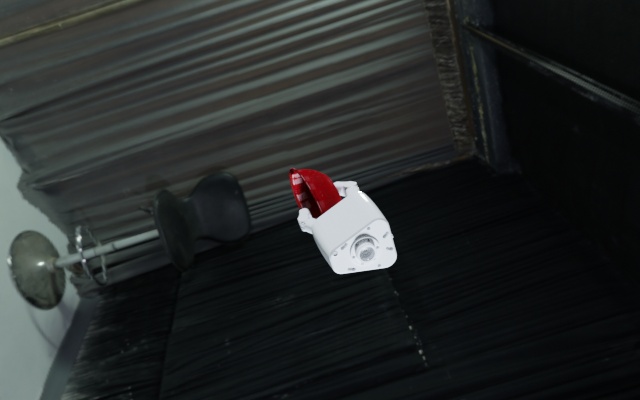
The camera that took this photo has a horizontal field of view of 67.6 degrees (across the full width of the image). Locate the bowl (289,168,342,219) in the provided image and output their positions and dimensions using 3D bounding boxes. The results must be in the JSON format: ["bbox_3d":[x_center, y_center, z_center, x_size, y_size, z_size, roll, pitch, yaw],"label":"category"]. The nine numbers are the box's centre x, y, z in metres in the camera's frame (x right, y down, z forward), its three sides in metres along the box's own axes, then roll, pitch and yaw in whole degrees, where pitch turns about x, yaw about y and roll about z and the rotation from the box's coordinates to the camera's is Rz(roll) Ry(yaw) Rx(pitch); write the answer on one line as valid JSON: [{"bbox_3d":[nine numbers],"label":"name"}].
[{"bbox_3d":[0.000,0.002,0.900,0.055,0.162,0.162,-26,7,-14],"label":"bowl"}]
